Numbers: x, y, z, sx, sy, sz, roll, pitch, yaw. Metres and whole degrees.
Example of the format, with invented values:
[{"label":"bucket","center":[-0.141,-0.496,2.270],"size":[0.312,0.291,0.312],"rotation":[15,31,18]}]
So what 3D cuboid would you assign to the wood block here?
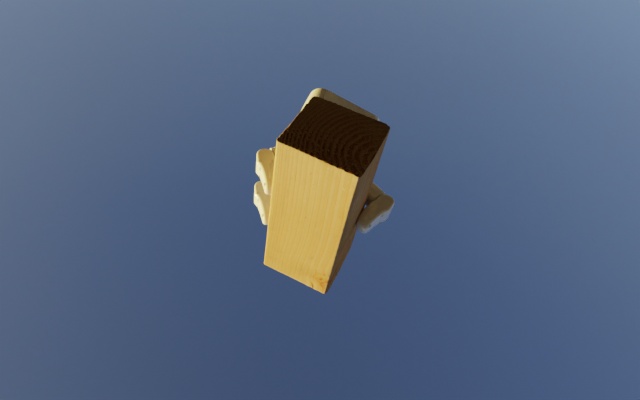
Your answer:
[{"label":"wood block","center":[0.001,0.002,0.542],"size":[0.091,0.206,0.090],"rotation":[24,49,11]}]
